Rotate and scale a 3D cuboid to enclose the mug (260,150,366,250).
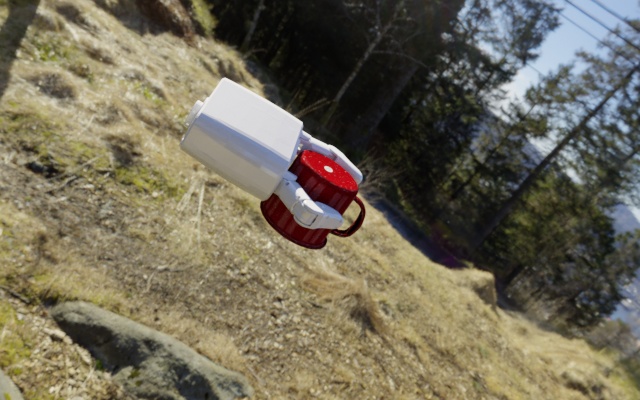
[{"bbox_3d":[0.001,0.002,0.556,0.117,0.081,0.093,30,22,-15],"label":"mug"}]
